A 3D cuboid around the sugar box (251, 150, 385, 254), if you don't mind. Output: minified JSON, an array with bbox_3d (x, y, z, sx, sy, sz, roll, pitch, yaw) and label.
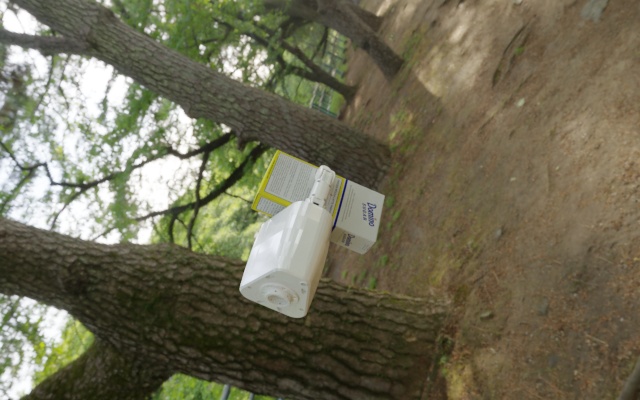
[{"bbox_3d":[0.000,0.003,0.686,0.176,0.093,0.048,25,-40,-9],"label":"sugar box"}]
